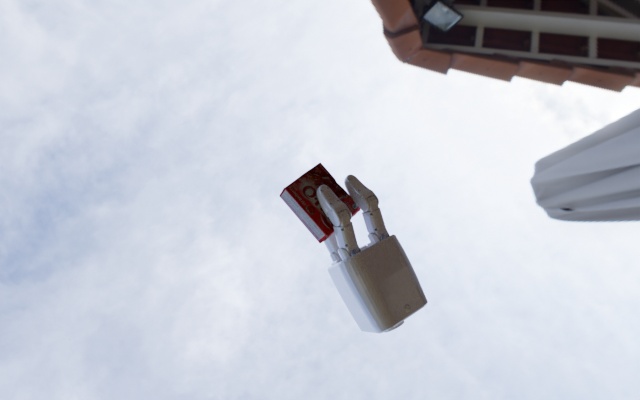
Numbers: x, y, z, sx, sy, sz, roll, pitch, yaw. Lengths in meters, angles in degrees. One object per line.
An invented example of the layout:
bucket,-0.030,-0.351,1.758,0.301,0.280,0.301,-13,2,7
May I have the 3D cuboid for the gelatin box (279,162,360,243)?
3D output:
gelatin box,0.000,0.002,0.657,0.073,0.089,0.030,-38,-5,-33
